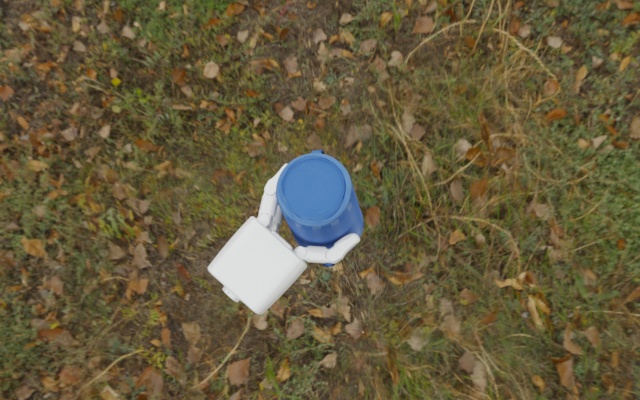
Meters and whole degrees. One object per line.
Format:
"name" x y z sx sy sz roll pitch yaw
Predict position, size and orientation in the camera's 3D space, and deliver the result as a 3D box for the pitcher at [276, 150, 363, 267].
"pitcher" 0.000 0.003 0.775 0.149 0.145 0.243 41 -8 14
